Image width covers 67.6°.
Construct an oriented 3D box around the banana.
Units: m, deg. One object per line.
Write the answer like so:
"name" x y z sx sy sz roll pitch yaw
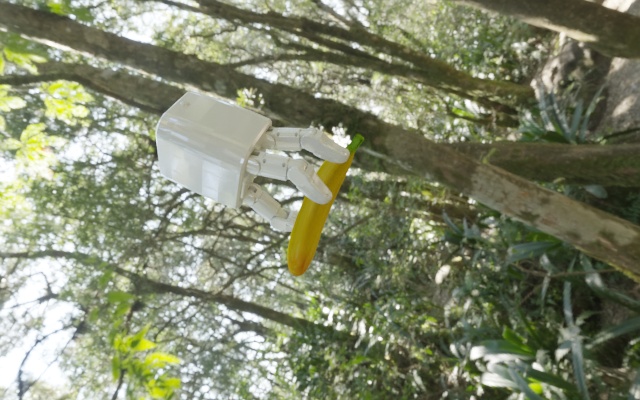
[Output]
"banana" -0.003 0.006 0.575 0.037 0.197 0.070 25 -26 -3
